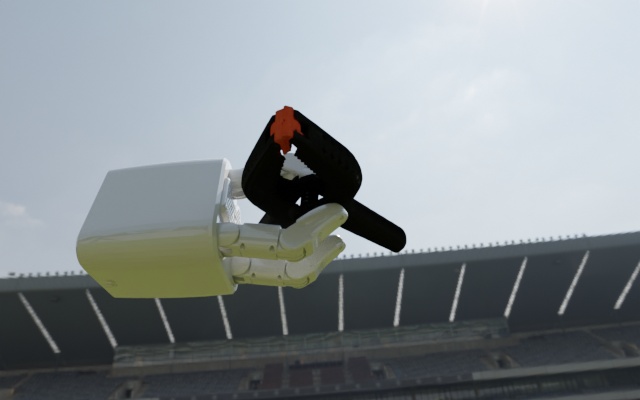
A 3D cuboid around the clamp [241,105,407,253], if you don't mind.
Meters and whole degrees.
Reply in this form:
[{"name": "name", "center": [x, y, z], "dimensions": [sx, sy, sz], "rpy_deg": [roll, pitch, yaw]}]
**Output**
[{"name": "clamp", "center": [0.000, 0.000, 0.404], "dimensions": [0.164, 0.036, 0.210], "rpy_deg": [-3, -32, 0]}]
